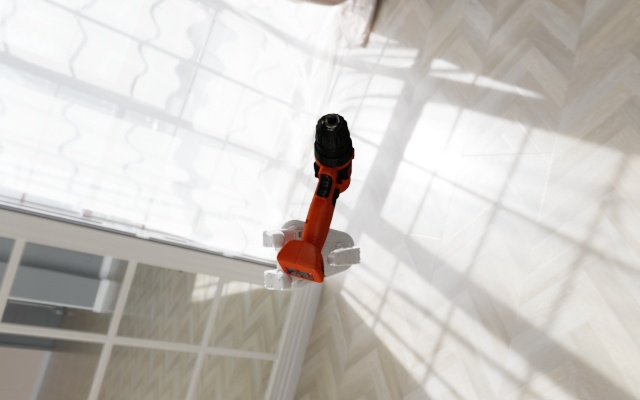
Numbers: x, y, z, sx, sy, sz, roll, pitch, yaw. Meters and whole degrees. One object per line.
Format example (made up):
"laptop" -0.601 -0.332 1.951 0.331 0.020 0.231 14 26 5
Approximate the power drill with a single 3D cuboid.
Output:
"power drill" 0.000 0.003 0.612 0.057 0.187 0.184 15 -19 11
